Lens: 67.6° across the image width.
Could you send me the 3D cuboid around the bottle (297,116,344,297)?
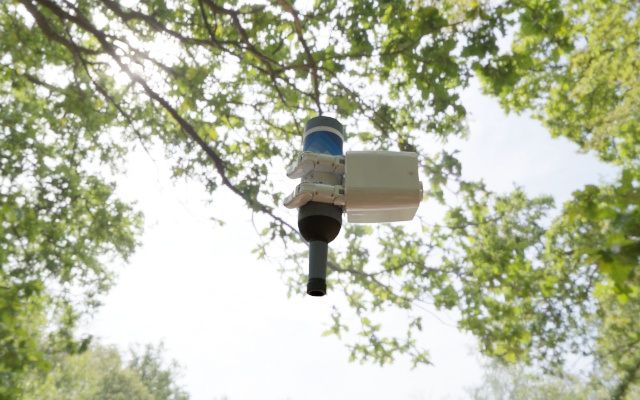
[{"bbox_3d":[0.000,0.002,0.719,0.069,0.295,0.069,2,-34,1],"label":"bottle"}]
